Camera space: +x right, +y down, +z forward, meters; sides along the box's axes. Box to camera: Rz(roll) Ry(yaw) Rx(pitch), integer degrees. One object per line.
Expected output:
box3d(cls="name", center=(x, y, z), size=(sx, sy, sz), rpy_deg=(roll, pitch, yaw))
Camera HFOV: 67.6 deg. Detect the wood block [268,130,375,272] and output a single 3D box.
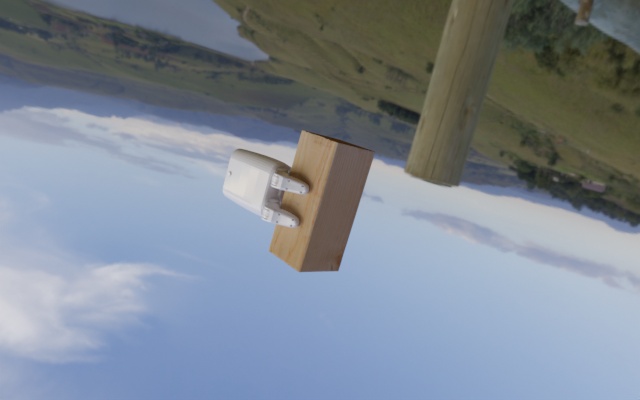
box3d(cls="wood block", center=(0.000, 0.003, 0.772), size=(0.091, 0.206, 0.090), rpy_deg=(6, 14, -44))
